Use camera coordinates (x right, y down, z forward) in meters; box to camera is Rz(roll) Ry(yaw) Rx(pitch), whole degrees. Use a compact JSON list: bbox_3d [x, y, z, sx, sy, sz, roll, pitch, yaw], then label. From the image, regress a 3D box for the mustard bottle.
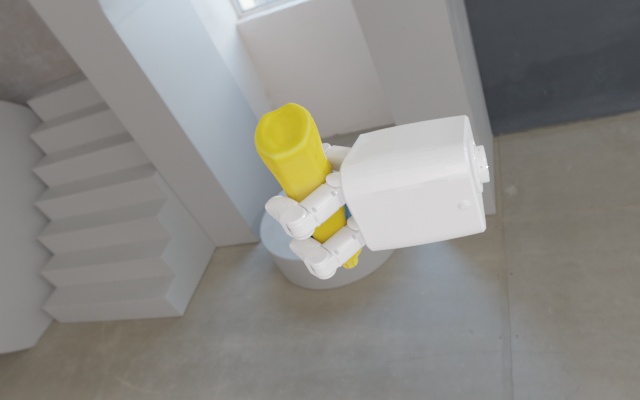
[{"bbox_3d":[0.000,0.002,0.486,0.058,0.192,0.096,-25,36,3],"label":"mustard bottle"}]
